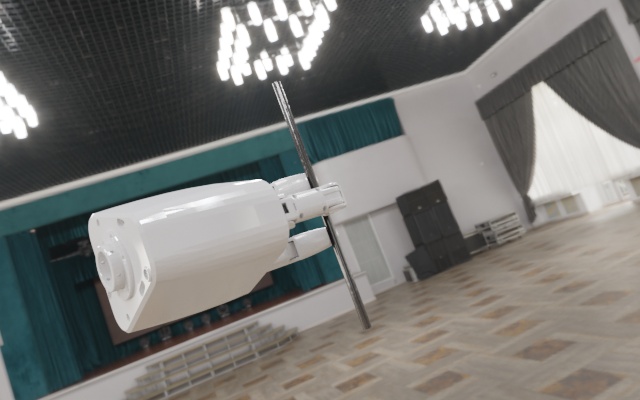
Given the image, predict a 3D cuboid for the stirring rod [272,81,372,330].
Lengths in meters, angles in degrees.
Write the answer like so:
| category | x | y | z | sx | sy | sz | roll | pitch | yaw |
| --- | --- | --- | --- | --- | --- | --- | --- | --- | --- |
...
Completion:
| category | x | y | z | sx | sy | sz | roll | pitch | yaw |
| --- | --- | --- | --- | --- | --- | --- | --- | --- | --- |
| stirring rod | 0.000 | 0.002 | 0.436 | 0.011 | 0.239 | 0.011 | -20 | -6 | -2 |
